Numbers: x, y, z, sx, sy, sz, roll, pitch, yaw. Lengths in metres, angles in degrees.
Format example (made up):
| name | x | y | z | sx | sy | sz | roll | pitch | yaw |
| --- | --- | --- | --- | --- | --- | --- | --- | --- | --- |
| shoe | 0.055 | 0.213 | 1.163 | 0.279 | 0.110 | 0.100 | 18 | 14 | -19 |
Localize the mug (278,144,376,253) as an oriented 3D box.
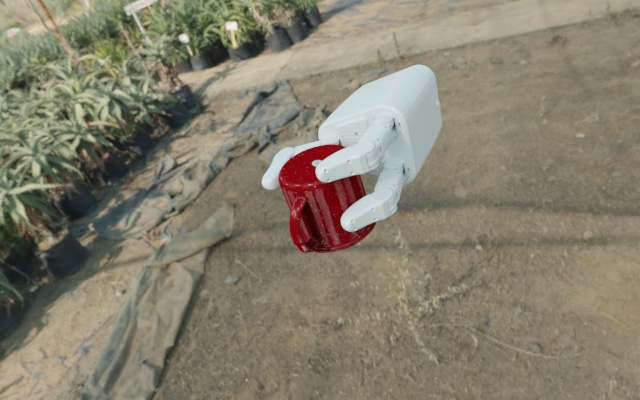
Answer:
| name | x | y | z | sx | sy | sz | roll | pitch | yaw |
| --- | --- | --- | --- | --- | --- | --- | --- | --- | --- |
| mug | -0.001 | 0.002 | 0.494 | 0.093 | 0.081 | 0.117 | 4 | 40 | 32 |
